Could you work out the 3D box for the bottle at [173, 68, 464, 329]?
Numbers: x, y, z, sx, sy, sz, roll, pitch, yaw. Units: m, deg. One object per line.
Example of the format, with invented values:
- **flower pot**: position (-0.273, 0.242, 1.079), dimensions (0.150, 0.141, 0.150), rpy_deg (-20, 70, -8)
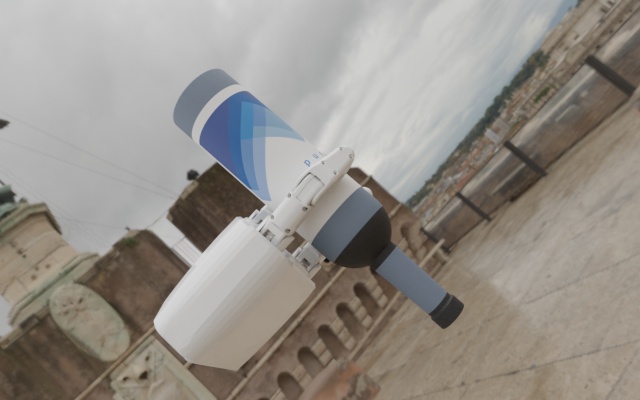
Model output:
- **bottle**: position (0.000, 0.001, 0.417), dimensions (0.295, 0.069, 0.069), rpy_deg (41, 7, 8)
